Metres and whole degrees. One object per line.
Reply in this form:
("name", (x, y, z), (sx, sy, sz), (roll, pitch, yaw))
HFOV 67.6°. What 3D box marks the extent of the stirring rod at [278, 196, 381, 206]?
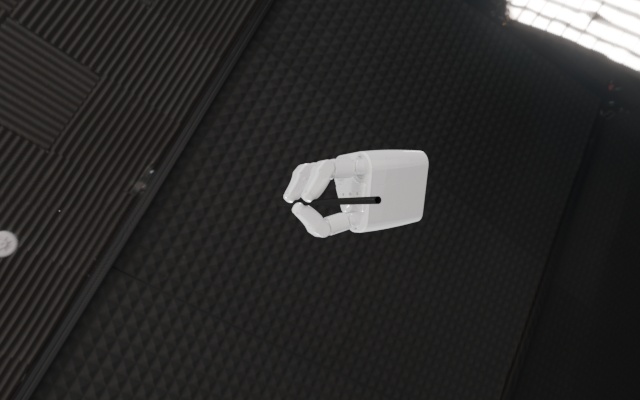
("stirring rod", (0.000, 0.002, 0.583), (0.011, 0.011, 0.239), (0, -1, -29))
